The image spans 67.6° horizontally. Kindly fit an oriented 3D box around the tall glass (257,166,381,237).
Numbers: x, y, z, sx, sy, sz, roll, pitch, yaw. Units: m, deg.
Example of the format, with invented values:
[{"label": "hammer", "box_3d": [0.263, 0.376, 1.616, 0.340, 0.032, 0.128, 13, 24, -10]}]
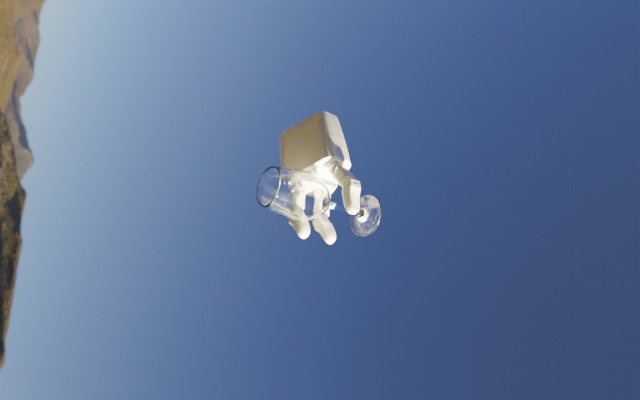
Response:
[{"label": "tall glass", "box_3d": [0.001, 0.003, 0.751, 0.201, 0.079, 0.079, 17, -10, -37]}]
